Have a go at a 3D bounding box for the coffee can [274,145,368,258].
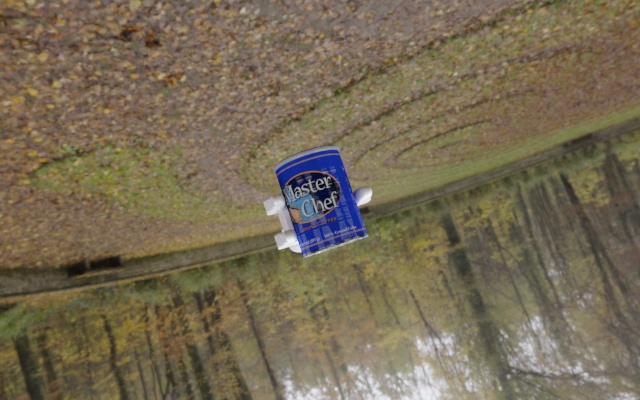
[{"bbox_3d":[0.000,0.002,0.707,0.103,0.140,0.103,-18,-7,-2],"label":"coffee can"}]
